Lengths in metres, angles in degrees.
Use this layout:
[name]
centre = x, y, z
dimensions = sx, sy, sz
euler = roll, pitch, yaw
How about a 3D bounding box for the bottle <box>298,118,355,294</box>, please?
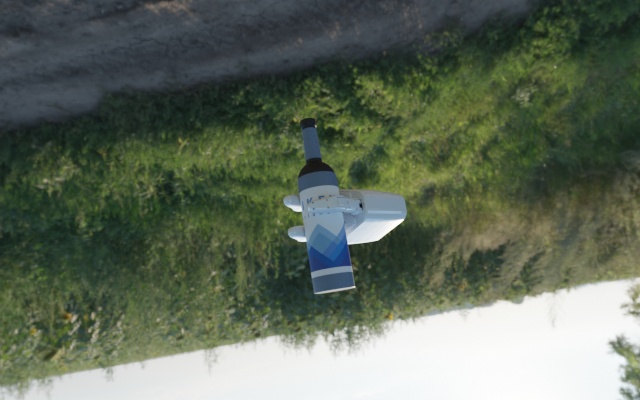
[bottle]
centre = 0.000, 0.003, 0.797
dimensions = 0.069, 0.295, 0.069
euler = -9, -13, -2
